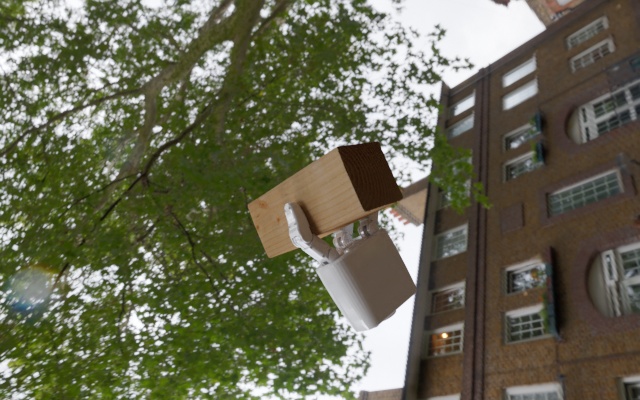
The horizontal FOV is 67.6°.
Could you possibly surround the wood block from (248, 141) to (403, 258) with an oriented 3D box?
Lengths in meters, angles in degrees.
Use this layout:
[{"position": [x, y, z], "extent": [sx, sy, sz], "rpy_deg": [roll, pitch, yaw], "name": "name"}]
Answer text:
[{"position": [0.000, 0.003, 0.680], "extent": [0.091, 0.090, 0.206], "rpy_deg": [-15, -10, -47], "name": "wood block"}]
